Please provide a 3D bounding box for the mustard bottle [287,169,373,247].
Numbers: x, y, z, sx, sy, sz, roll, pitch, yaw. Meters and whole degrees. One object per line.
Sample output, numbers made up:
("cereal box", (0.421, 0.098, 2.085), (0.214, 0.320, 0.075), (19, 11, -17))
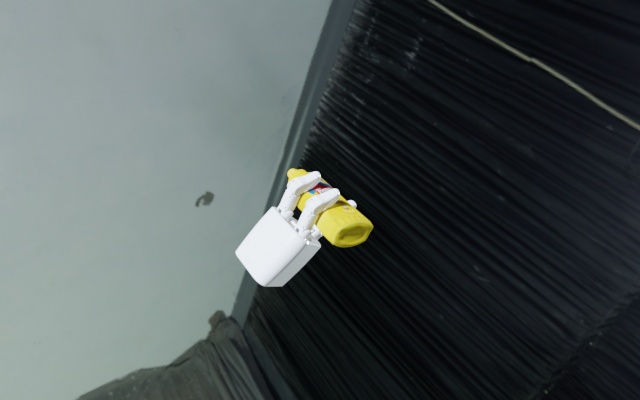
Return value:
("mustard bottle", (0.000, 0.003, 0.842), (0.096, 0.058, 0.191), (0, 35, -45))
